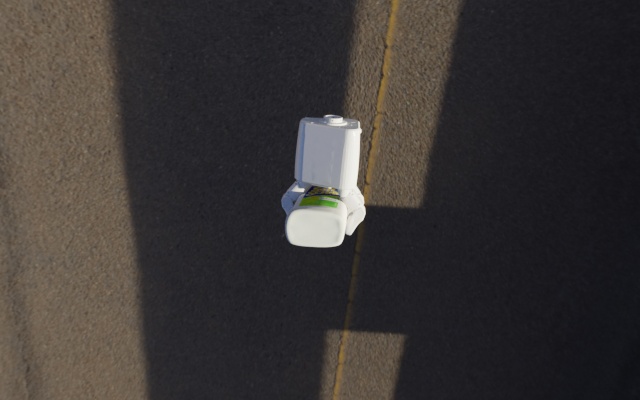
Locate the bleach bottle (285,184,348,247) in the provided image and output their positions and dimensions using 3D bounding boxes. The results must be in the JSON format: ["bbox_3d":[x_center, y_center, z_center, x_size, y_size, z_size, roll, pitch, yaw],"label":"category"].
[{"bbox_3d":[0.000,0.003,0.897,0.102,0.068,0.250,4,21,2],"label":"bleach bottle"}]
